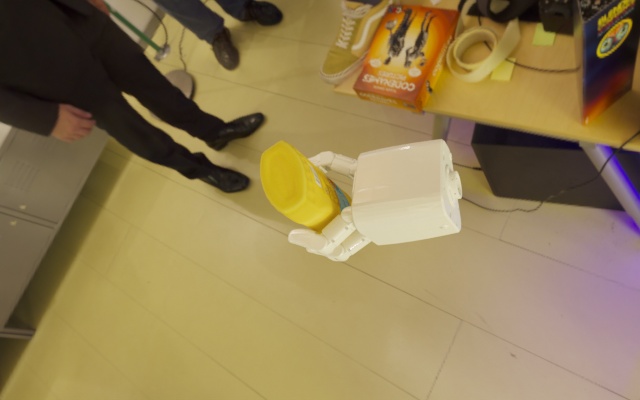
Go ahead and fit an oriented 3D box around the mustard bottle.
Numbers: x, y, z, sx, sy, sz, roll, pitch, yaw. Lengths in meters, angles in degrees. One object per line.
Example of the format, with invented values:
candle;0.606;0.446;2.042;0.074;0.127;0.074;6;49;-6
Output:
mustard bottle;0.000;0.002;0.616;0.058;0.096;0.192;-33;-32;14
